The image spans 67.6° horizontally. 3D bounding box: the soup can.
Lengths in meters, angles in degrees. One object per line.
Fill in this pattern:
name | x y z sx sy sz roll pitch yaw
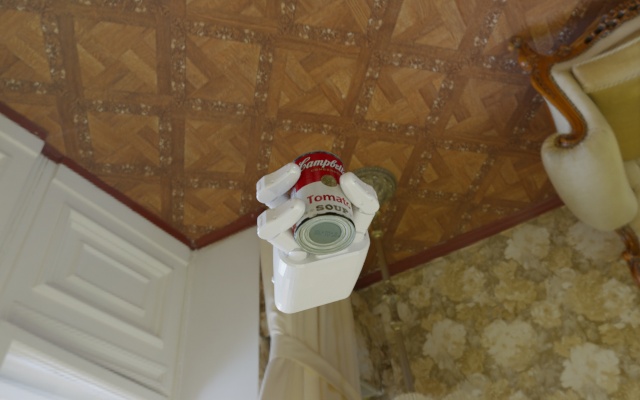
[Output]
soup can | 0.000 0.002 0.539 0.068 0.102 0.069 -4 -44 -4
